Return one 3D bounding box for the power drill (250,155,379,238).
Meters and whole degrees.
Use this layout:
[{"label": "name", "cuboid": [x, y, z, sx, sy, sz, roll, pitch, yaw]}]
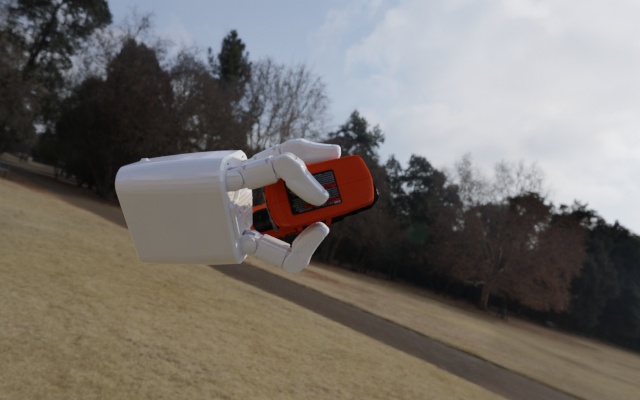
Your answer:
[{"label": "power drill", "cuboid": [0.000, 0.002, 0.548, 0.184, 0.057, 0.188, -17, -7, -12]}]
